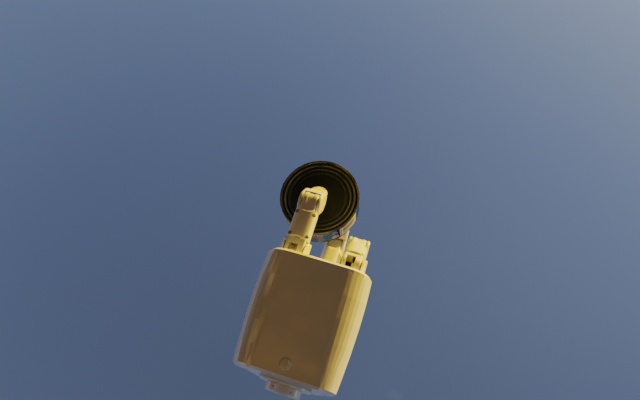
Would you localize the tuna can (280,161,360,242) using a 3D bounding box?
[{"bbox_3d":[0.000,0.002,0.525,0.086,0.086,0.034,0,-24,4],"label":"tuna can"}]
